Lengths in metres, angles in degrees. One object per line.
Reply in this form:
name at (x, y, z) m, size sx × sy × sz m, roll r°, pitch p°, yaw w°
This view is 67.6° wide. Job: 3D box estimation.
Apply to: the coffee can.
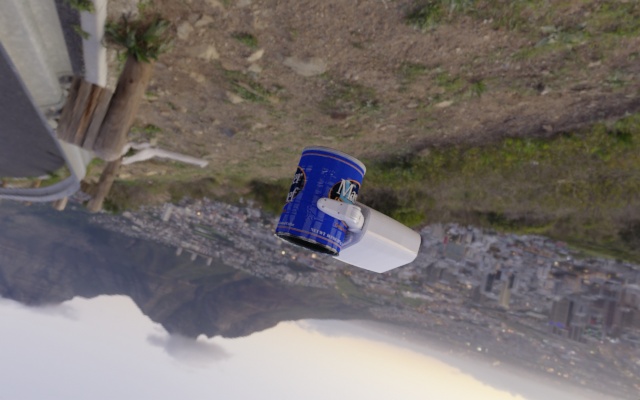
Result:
coffee can at (0.000, 0.002, 0.722) m, size 0.103 × 0.140 × 0.103 m, roll 17°, pitch -13°, yaw 4°
